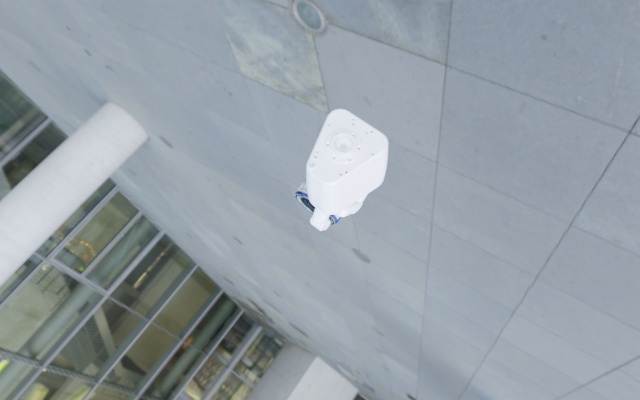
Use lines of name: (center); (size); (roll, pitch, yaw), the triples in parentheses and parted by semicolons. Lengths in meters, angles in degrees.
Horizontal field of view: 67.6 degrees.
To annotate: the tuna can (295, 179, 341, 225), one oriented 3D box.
tuna can: (0.000, 0.003, 0.787); (0.086, 0.033, 0.086); (34, -14, 9)
